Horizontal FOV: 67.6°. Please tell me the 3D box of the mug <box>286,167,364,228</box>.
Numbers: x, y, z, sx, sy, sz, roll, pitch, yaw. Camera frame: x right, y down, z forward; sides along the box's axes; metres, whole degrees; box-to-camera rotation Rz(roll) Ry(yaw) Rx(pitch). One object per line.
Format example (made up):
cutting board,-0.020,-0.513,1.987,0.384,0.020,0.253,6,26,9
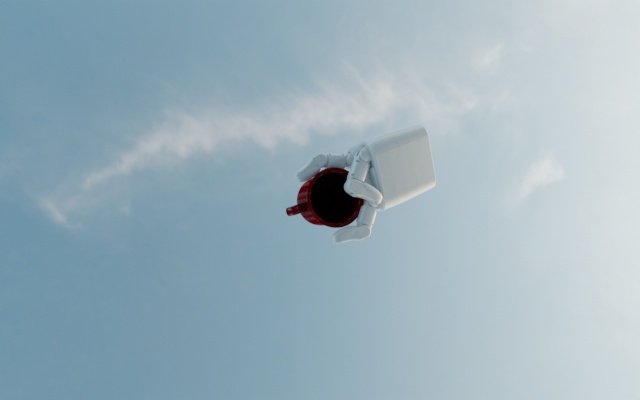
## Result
mug,-0.001,0.003,0.760,0.117,0.093,0.081,-21,2,-20
